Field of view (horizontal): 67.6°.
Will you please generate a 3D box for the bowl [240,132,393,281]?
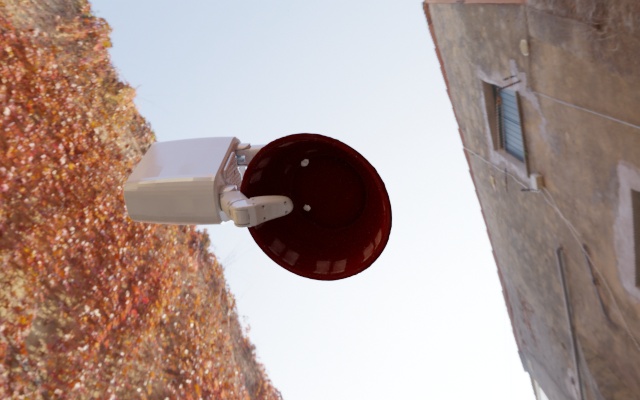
[{"bbox_3d":[0.001,0.002,0.501,0.162,0.162,0.055,0,22,20],"label":"bowl"}]
